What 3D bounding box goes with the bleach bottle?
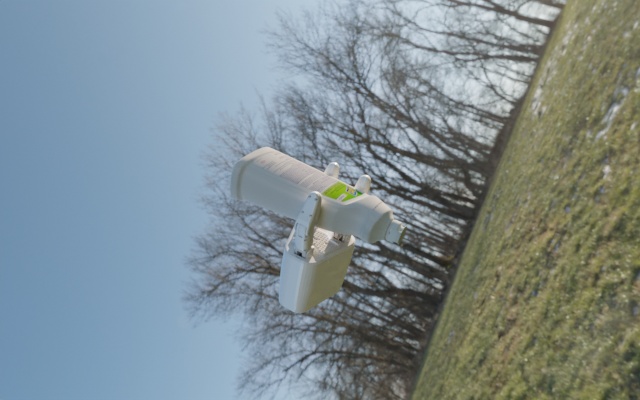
[{"bbox_3d":[0.000,0.002,0.686,0.251,0.068,0.102,24,35,19],"label":"bleach bottle"}]
